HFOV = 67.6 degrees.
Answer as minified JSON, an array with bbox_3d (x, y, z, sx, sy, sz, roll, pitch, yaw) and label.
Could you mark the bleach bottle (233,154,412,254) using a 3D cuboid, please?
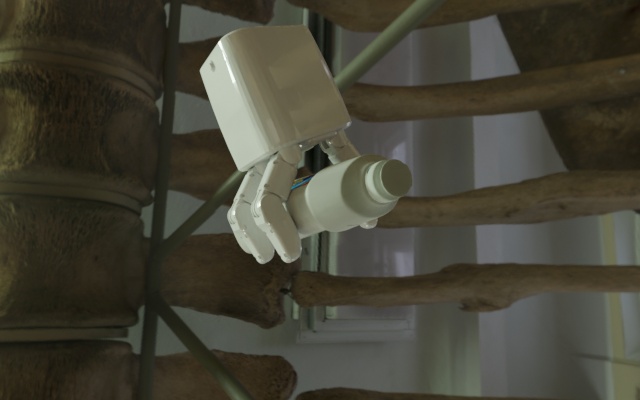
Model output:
[{"bbox_3d":[0.000,0.002,0.453,0.102,0.068,0.251,-24,3,-31],"label":"bleach bottle"}]
